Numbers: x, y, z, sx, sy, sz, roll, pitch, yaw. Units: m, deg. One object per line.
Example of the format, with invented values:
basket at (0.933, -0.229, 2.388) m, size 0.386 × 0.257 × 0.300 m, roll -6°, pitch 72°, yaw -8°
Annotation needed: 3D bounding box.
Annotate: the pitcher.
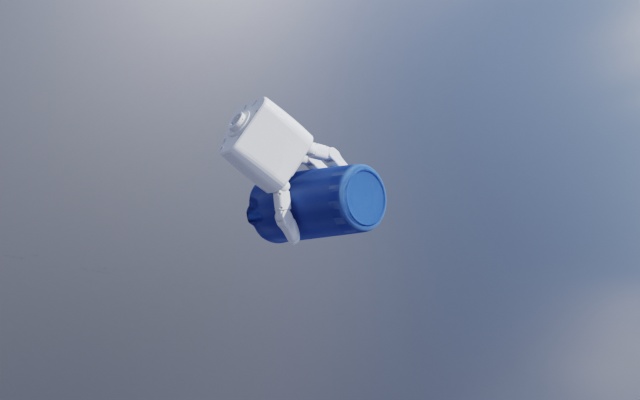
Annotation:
pitcher at (0.000, 0.003, 0.835) m, size 0.243 × 0.149 × 0.145 m, roll -7°, pitch -41°, yaw 49°
